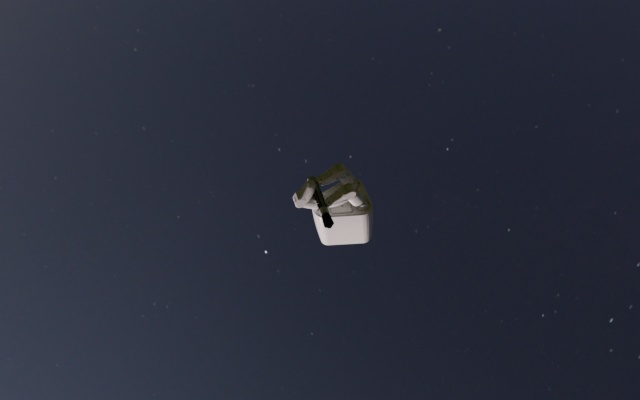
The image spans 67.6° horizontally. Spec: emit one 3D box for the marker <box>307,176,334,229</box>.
[{"bbox_3d":[0.000,0.003,0.880,0.020,0.121,0.020,-12,-39,-10],"label":"marker"}]
